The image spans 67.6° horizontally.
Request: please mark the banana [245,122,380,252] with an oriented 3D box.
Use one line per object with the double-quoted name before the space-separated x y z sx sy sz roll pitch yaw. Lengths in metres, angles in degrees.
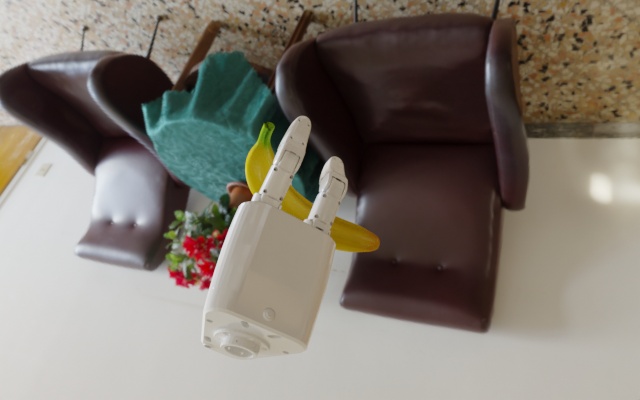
"banana" -0.017 0.007 0.510 0.069 0.037 0.198 -26 -55 30
